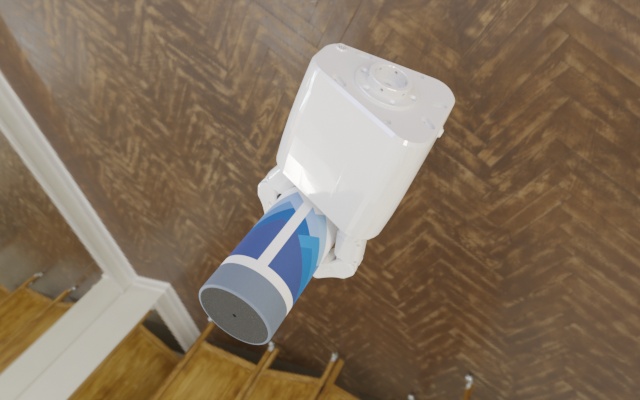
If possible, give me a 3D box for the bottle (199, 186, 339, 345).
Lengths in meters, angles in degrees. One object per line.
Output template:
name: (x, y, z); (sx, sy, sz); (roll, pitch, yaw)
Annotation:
bottle: (0.000, 0.002, 0.463); (0.069, 0.069, 0.295); (0, 36, 34)
